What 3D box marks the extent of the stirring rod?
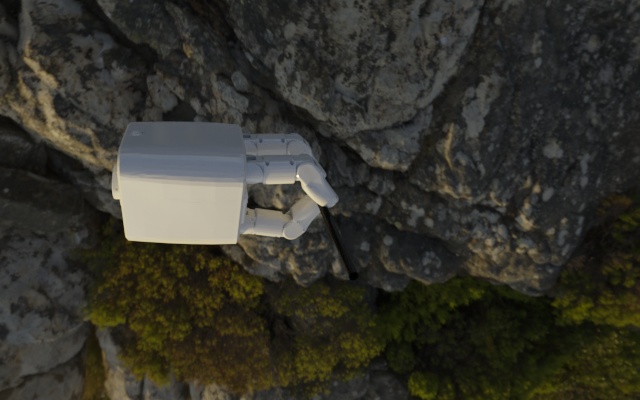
[{"bbox_3d":[0.000,0.002,0.474,0.011,0.011,0.239,0,29,-14],"label":"stirring rod"}]
